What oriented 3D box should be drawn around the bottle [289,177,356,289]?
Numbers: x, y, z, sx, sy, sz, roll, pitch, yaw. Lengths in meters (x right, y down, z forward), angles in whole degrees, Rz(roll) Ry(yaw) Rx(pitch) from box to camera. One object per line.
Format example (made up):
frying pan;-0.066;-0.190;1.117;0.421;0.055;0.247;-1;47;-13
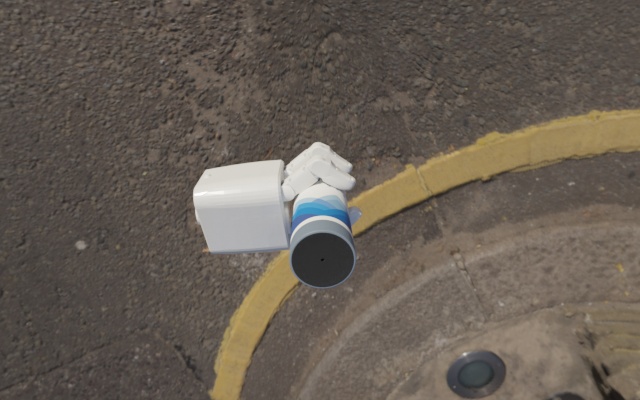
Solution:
bottle;0.000;0.002;0.604;0.069;0.069;0.295;0;23;-1
